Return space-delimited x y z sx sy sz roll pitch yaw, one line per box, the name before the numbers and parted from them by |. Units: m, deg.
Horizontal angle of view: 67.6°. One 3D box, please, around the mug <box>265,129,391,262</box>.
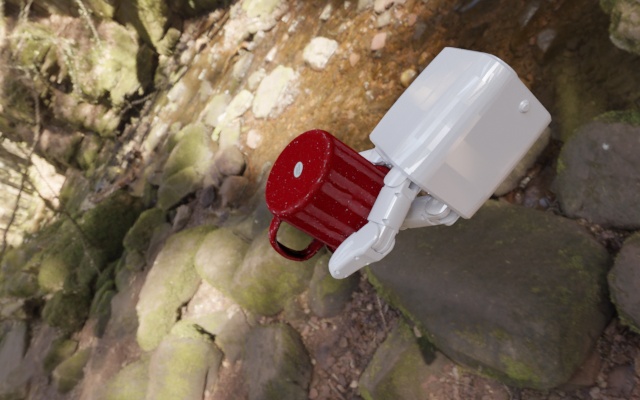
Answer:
mug | -0.001 0.002 0.411 0.081 0.117 0.093 31 14 -34
